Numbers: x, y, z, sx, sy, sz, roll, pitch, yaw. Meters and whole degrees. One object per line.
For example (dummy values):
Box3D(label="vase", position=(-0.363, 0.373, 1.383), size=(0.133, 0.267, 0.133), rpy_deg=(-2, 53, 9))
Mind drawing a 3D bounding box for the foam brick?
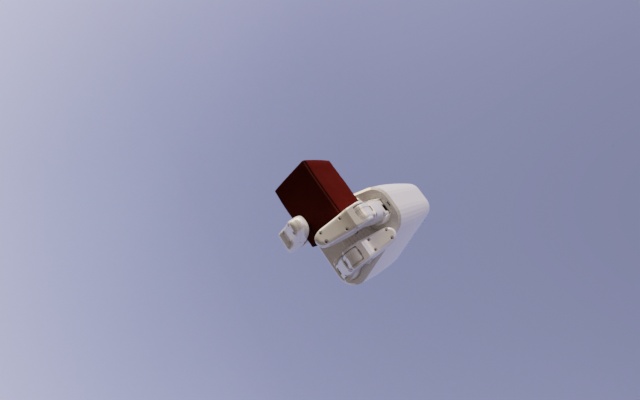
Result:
Box3D(label="foam brick", position=(0.000, 0.001, 0.514), size=(0.053, 0.078, 0.051), rpy_deg=(-42, -16, 29))
